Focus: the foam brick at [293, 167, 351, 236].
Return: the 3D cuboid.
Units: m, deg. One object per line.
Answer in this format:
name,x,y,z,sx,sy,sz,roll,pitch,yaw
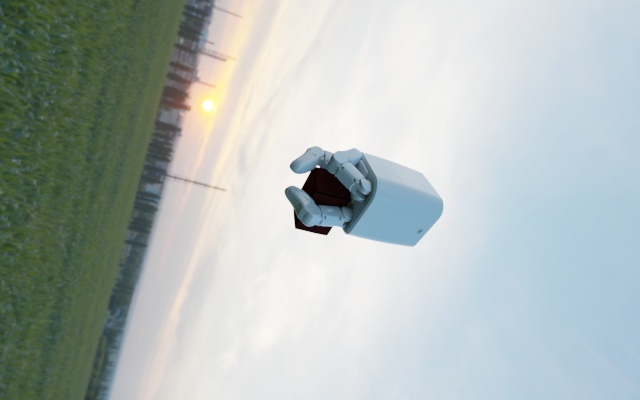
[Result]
foam brick,0.000,0.002,0.657,0.051,0.053,0.078,14,-47,-20
